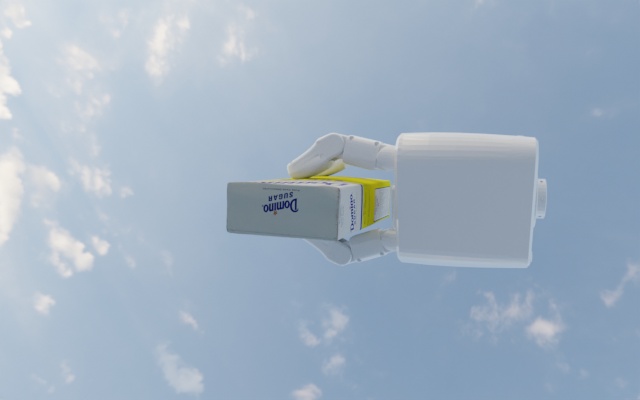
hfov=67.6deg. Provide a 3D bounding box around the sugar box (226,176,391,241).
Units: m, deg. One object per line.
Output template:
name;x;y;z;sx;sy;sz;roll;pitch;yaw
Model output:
sugar box;0.000;0.001;0.429;0.093;0.048;0.176;3;2;19
